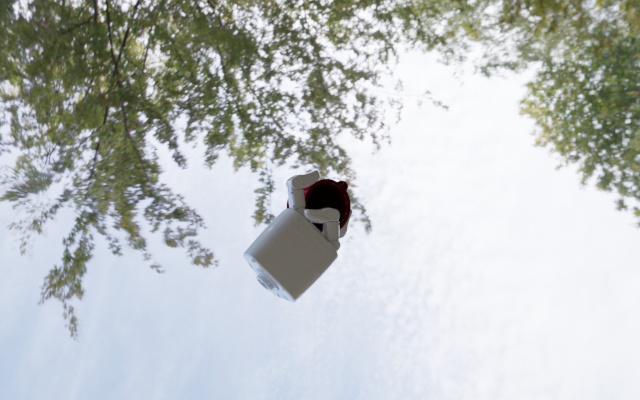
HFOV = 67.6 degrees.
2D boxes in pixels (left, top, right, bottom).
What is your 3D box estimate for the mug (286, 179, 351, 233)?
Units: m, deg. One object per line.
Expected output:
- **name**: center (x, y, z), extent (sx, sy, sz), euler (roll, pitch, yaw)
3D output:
- **mug**: center (0.001, 0.002, 0.842), extent (0.117, 0.093, 0.081), euler (-44, 21, -24)
